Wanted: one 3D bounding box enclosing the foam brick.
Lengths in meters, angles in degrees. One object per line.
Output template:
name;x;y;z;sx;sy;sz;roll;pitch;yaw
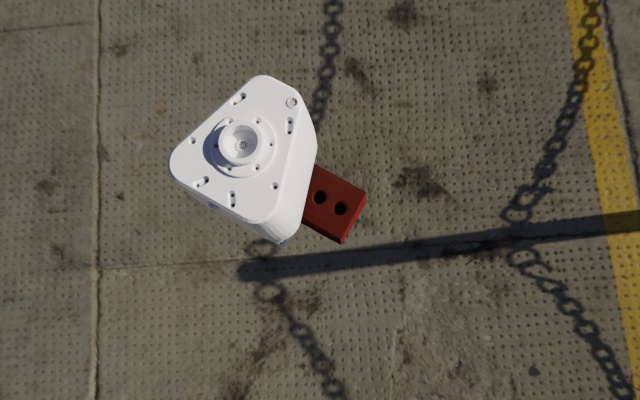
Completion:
foam brick;0.000;0.002;0.472;0.078;0.053;0.051;28;-9;7
